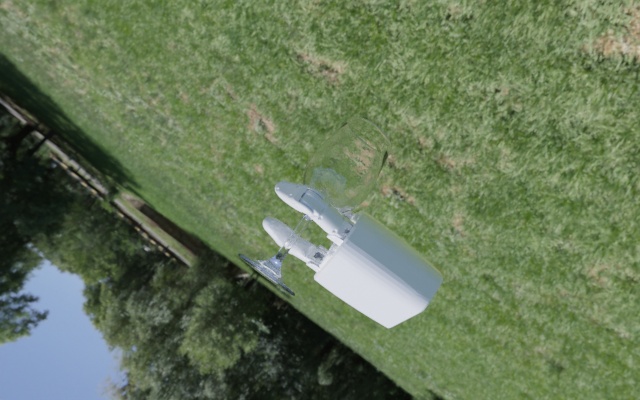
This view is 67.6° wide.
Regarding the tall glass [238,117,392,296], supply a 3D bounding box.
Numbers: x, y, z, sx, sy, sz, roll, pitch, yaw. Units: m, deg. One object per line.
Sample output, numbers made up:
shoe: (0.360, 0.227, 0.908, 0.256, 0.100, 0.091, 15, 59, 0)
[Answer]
tall glass: (0.000, 0.002, 0.528, 0.079, 0.201, 0.079, 34, -14, 9)
